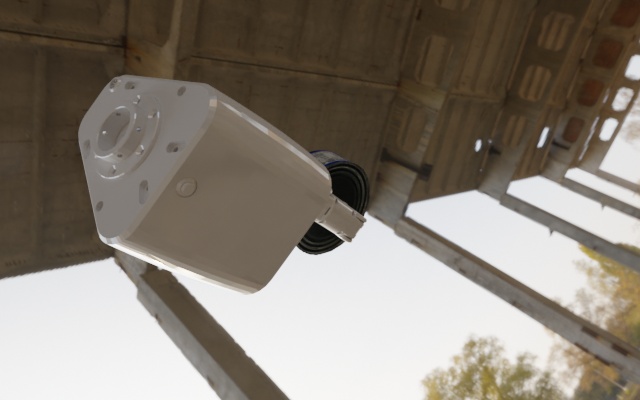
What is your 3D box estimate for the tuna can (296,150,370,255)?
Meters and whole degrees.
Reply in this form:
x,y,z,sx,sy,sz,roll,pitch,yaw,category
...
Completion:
x,y,z,sx,sy,sz,roll,pitch,yaw,category
0.000,0.001,0.408,0.086,0.086,0.033,0,24,-44,tuna can
